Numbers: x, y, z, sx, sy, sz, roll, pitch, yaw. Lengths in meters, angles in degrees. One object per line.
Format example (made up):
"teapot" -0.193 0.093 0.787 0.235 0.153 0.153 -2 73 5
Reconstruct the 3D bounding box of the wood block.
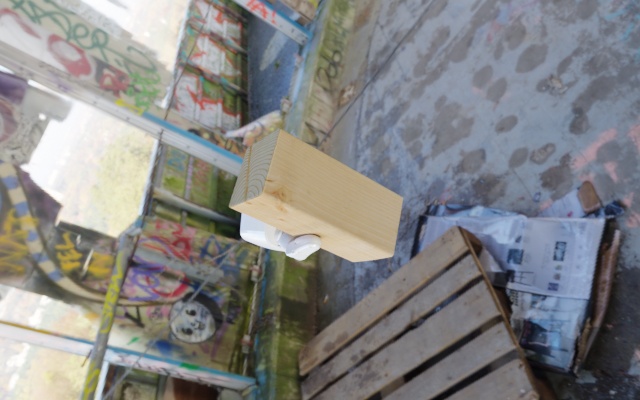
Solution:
"wood block" 0.000 0.002 0.627 0.206 0.090 0.090 26 -25 -29
